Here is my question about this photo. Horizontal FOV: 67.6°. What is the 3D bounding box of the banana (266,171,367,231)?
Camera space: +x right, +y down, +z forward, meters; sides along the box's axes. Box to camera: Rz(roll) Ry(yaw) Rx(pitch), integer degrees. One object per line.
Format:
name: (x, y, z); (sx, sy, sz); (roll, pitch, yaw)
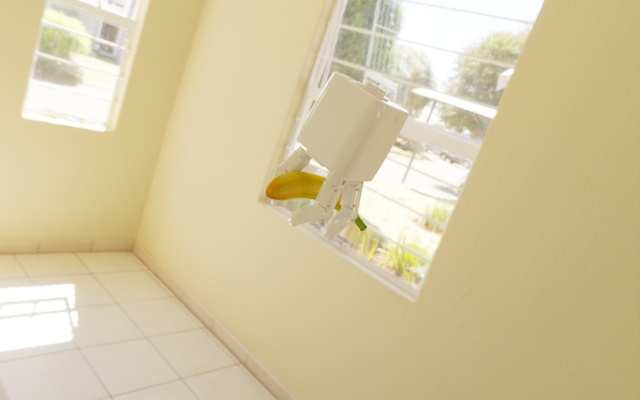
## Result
banana: (-0.005, -0.009, 0.676); (0.198, 0.037, 0.069); (19, 30, -42)
